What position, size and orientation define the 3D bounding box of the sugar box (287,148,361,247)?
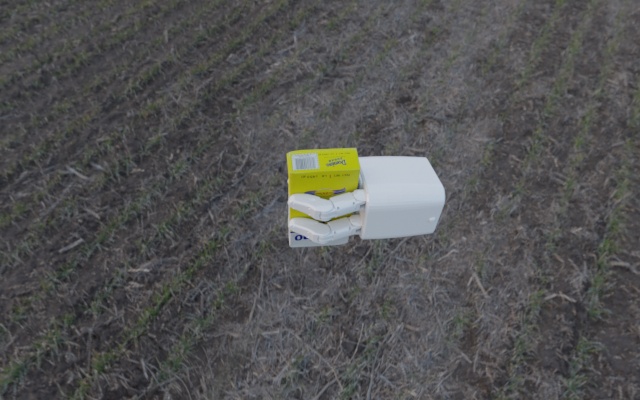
[{"bbox_3d":[0.000,0.003,0.677,0.093,0.048,0.176,-3,-40,-5],"label":"sugar box"}]
